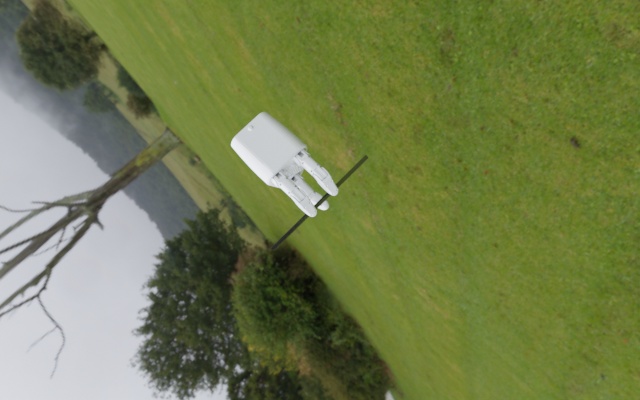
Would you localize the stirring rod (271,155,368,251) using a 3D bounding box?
[{"bbox_3d":[0.000,0.003,0.857,0.239,0.011,0.011,-45,8,-8],"label":"stirring rod"}]
